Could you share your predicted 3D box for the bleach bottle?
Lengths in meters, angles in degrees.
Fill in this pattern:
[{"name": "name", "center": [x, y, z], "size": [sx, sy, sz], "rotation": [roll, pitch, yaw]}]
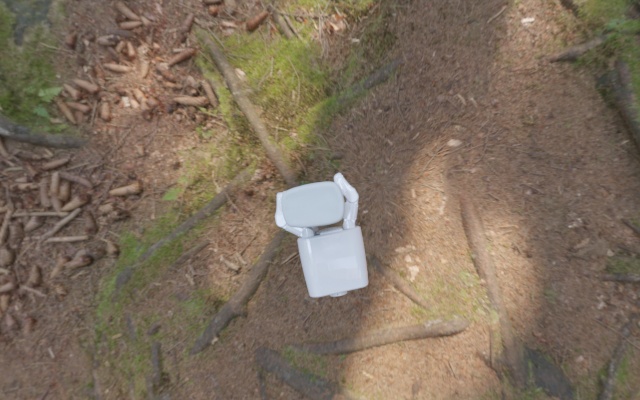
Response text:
[{"name": "bleach bottle", "center": [0.000, 0.003, 0.861], "size": [0.102, 0.068, 0.251], "rotation": [-9, 1, 7]}]
